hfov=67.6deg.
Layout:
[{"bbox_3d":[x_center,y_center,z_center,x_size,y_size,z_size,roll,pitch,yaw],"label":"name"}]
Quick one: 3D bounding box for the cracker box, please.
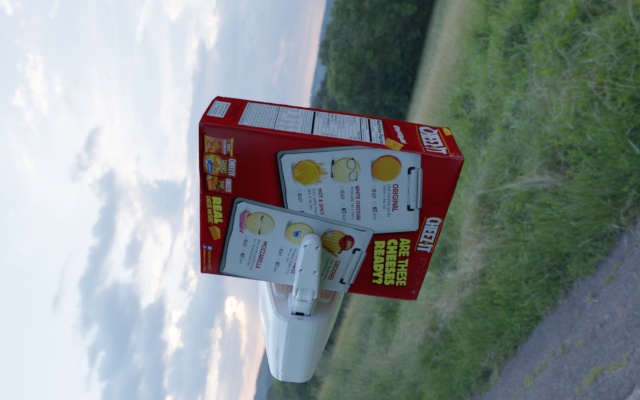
[{"bbox_3d":[0.000,0.002,0.442,0.214,0.164,0.072,7,35,-3],"label":"cracker box"}]
